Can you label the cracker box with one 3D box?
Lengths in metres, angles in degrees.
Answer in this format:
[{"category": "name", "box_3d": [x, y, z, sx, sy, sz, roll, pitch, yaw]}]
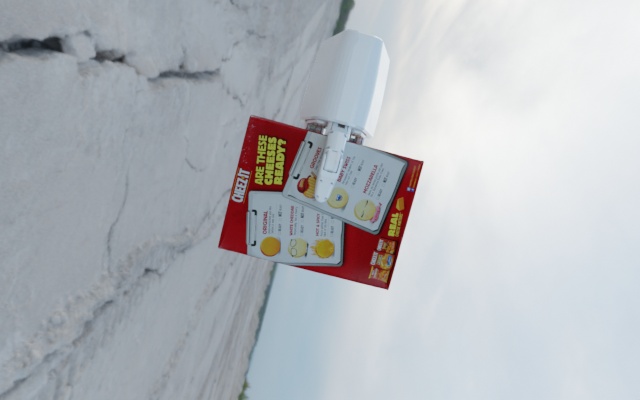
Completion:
[{"category": "cracker box", "box_3d": [0.000, 0.002, 0.594, 0.214, 0.164, 0.072, 14, 4, -3]}]
